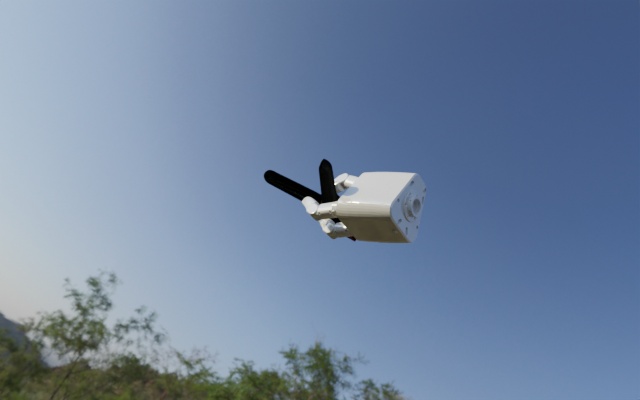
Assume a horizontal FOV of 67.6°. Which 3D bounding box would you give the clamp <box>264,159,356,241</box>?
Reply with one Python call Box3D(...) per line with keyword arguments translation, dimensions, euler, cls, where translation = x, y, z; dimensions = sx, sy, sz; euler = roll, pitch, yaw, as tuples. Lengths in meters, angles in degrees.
Box3D(translation=(0.001, 0.003, 0.880), dimensions=(0.164, 0.036, 0.210), euler=(1, -38, 42), cls="clamp")
